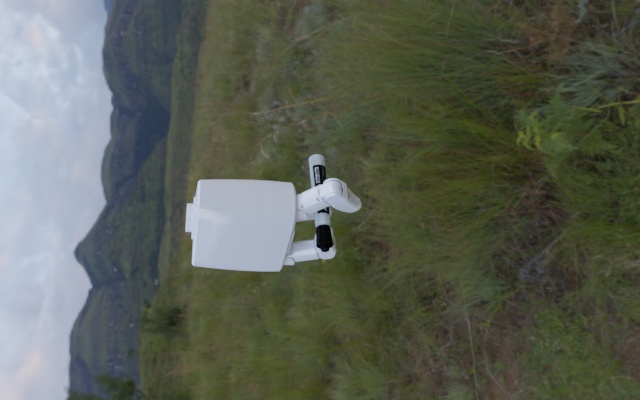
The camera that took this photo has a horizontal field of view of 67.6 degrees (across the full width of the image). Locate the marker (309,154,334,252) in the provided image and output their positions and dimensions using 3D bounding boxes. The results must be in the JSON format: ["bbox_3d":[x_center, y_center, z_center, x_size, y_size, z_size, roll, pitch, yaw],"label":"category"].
[{"bbox_3d":[0.000,0.002,0.543,0.020,0.121,0.020,-4,-29,-2],"label":"marker"}]
